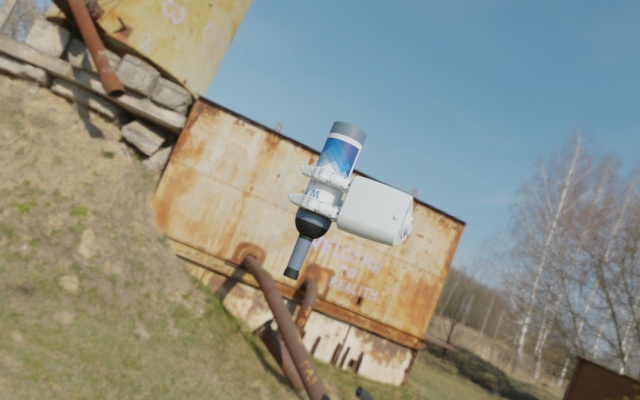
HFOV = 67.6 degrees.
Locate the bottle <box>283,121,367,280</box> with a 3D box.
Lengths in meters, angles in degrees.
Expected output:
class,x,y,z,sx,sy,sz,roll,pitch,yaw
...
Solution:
class,x,y,z,sx,sy,sz,roll,pitch,yaw
bottle,0.000,0.003,0.870,0.069,0.295,0.069,22,-6,3
